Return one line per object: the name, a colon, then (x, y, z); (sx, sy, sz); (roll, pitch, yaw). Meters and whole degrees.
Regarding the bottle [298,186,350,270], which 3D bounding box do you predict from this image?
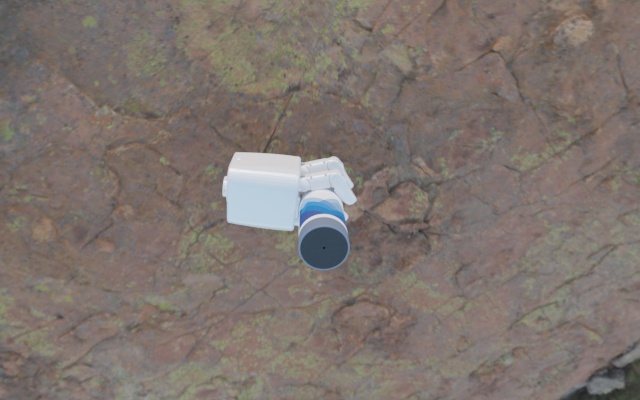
bottle: (0.000, 0.003, 0.747); (0.069, 0.069, 0.295); (0, 24, -2)
